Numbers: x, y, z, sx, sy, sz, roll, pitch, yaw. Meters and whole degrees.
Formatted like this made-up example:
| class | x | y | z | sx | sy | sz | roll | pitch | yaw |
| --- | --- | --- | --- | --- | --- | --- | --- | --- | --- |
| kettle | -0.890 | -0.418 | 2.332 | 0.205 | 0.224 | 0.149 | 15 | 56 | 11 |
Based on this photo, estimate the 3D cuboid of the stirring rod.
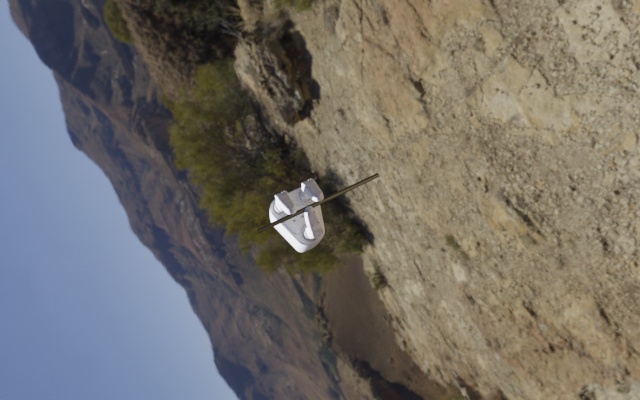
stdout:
| class | x | y | z | sx | sy | sz | roll | pitch | yaw |
| --- | --- | --- | --- | --- | --- | --- | --- | --- | --- |
| stirring rod | 0.000 | 0.003 | 0.846 | 0.239 | 0.011 | 0.011 | -25 | 6 | -14 |
